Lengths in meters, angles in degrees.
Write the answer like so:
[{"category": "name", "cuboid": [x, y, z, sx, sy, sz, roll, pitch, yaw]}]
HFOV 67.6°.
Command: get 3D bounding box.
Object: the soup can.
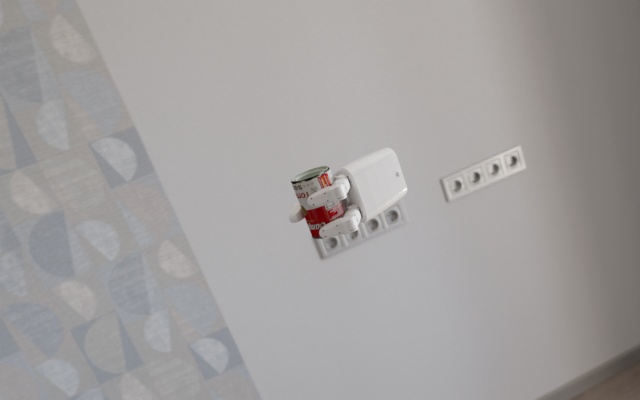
[{"category": "soup can", "cuboid": [0.000, 0.002, 0.778, 0.068, 0.102, 0.068, -19, 14, 5]}]
